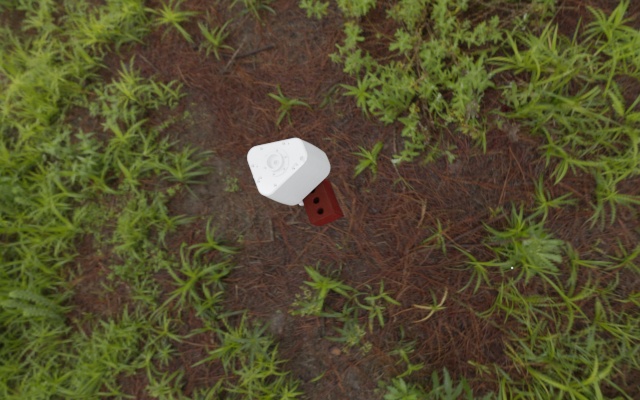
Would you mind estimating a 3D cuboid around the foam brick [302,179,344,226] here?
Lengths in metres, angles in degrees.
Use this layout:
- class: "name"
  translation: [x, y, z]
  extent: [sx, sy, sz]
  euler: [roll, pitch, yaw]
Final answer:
- class: "foam brick"
  translation: [0.000, 0.003, 0.900]
  extent: [0.053, 0.078, 0.051]
  euler: [-26, -16, 16]
